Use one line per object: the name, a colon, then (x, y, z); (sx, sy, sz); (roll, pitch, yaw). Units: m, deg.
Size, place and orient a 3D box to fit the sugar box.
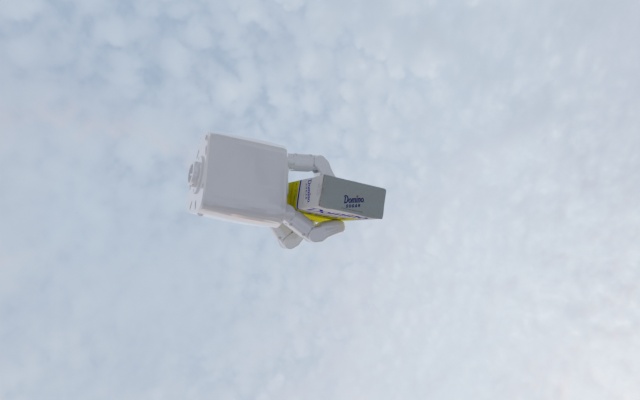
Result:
sugar box: (0.000, 0.003, 0.648); (0.093, 0.048, 0.176); (12, -7, -26)
